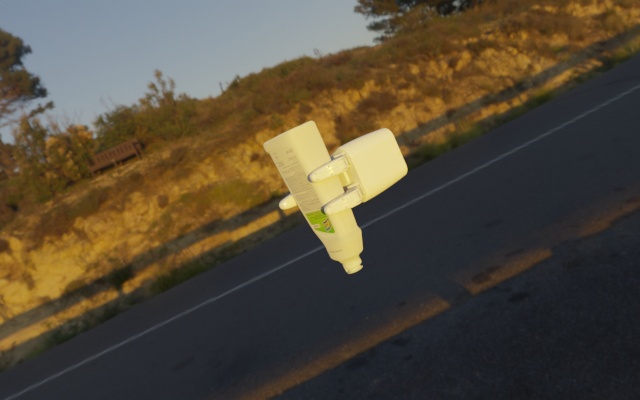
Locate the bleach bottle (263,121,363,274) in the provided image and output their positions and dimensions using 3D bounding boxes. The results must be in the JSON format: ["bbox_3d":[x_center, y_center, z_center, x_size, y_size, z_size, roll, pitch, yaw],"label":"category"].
[{"bbox_3d":[0.000,0.003,0.780,0.068,0.251,0.102,-30,9,-32],"label":"bleach bottle"}]
